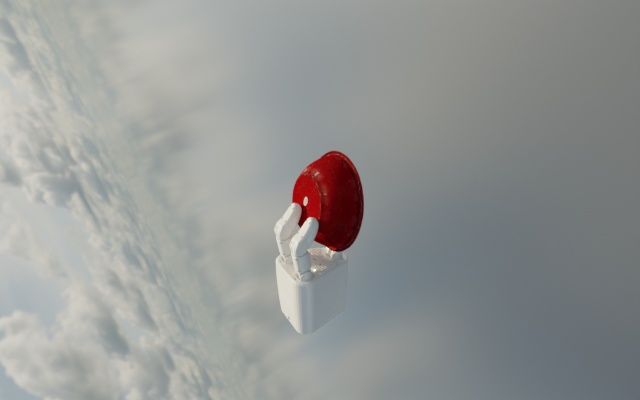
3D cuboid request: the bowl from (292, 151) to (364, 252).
[{"bbox_3d":[0.000,0.001,0.750,0.055,0.162,0.162,-2,1,-31],"label":"bowl"}]
